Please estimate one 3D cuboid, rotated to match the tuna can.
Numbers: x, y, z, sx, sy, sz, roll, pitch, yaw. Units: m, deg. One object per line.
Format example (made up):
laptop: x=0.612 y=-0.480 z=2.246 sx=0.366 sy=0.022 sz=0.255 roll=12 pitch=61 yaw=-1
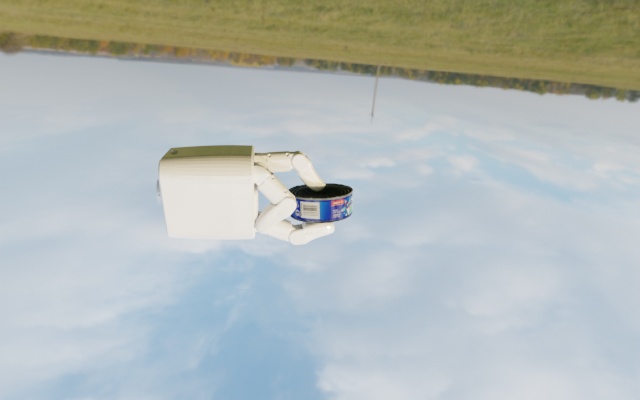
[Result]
tuna can: x=0.000 y=0.003 z=0.630 sx=0.086 sy=0.034 sz=0.086 roll=-1 pitch=15 yaw=0
